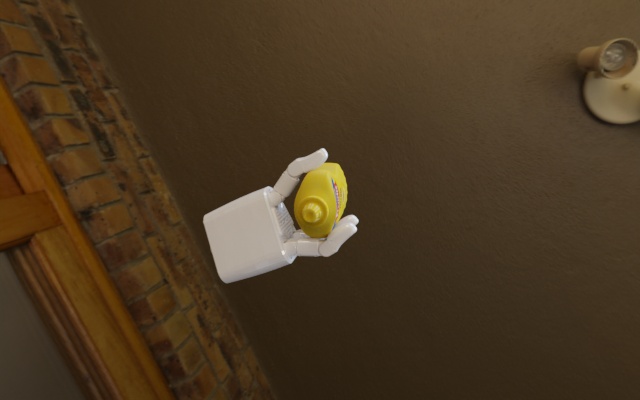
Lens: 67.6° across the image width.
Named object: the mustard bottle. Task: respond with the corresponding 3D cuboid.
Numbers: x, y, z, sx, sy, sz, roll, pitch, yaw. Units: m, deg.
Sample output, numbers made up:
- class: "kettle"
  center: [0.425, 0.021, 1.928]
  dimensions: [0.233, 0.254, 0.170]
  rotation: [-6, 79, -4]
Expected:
- class: "mustard bottle"
  center: [0.000, 0.002, 0.685]
  dimensions: [0.058, 0.096, 0.191]
  rotation: [3, 11, 9]
